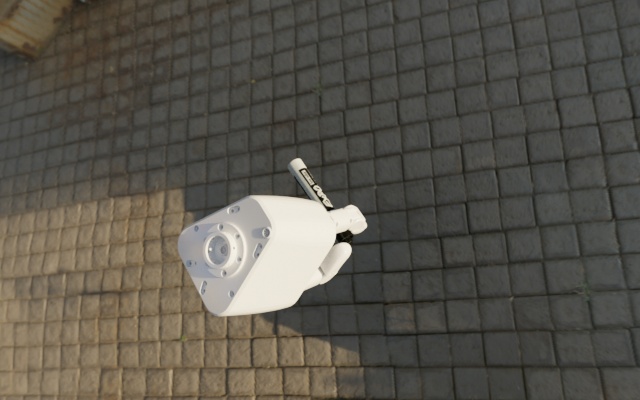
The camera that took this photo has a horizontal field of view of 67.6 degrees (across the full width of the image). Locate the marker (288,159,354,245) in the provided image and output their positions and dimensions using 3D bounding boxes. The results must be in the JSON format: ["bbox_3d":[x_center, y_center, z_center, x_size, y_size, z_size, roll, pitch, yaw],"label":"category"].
[{"bbox_3d":[0.000,0.002,0.550,0.020,0.121,0.020,-29,-22,-13],"label":"marker"}]
